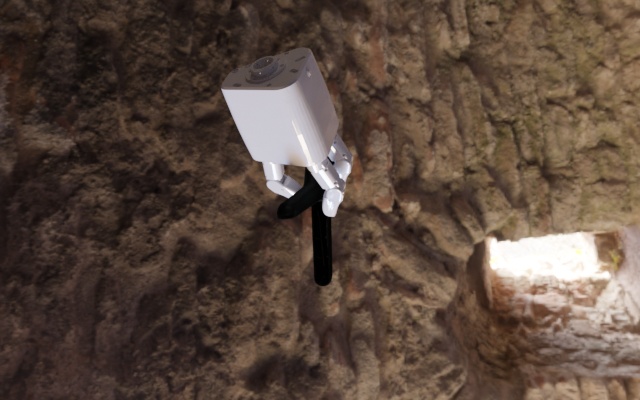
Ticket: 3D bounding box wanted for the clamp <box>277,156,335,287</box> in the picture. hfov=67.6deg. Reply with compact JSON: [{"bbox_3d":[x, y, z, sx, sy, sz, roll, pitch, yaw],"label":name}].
[{"bbox_3d":[-0.001,0.002,0.666,0.036,0.165,0.209,-3,43,19],"label":"clamp"}]
